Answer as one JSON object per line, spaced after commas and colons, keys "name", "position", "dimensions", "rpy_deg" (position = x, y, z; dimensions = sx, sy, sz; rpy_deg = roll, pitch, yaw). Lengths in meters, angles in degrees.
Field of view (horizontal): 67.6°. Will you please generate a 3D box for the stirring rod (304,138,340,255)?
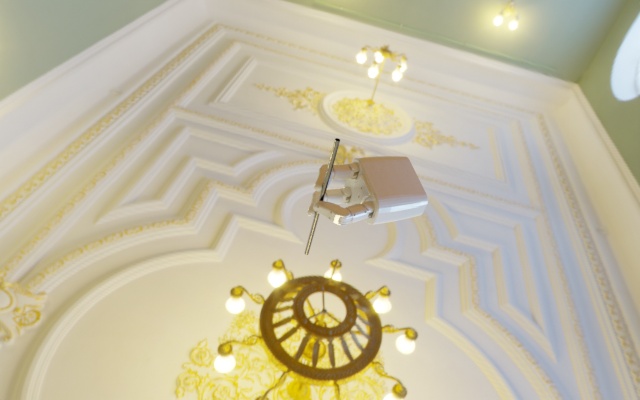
{"name": "stirring rod", "position": [0.000, 0.002, 0.769], "dimensions": [0.011, 0.240, 0.011], "rpy_deg": [9, 39, -8]}
